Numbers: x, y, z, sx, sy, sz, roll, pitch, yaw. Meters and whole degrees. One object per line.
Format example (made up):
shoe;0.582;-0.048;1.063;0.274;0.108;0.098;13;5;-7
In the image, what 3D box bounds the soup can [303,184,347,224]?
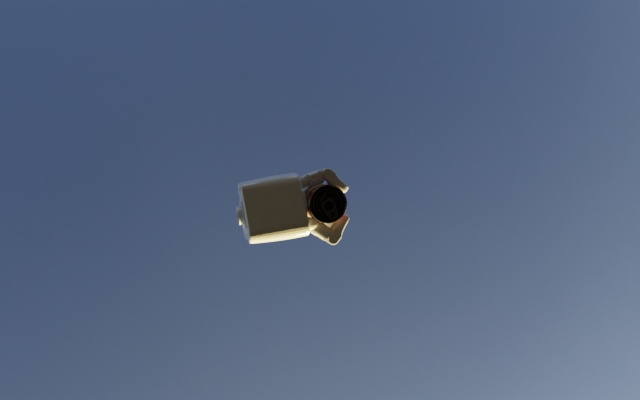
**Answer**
soup can;0.001;0.003;0.871;0.068;0.068;0.102;0;4;-16
